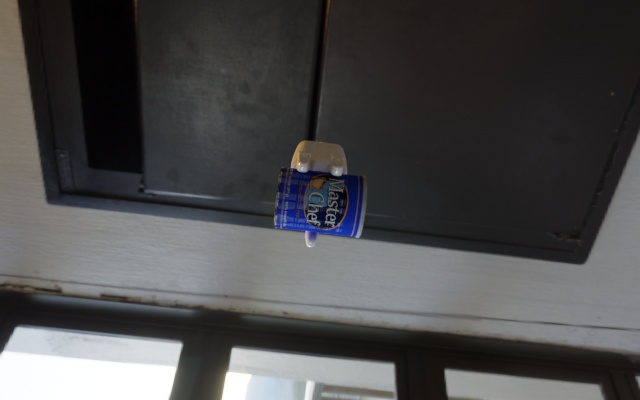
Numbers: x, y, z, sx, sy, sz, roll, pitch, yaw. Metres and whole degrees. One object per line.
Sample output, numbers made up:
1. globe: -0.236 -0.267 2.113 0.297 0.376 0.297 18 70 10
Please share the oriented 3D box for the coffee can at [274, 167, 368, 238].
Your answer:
1. coffee can: 0.000 0.003 0.784 0.140 0.103 0.103 7 0 -2
